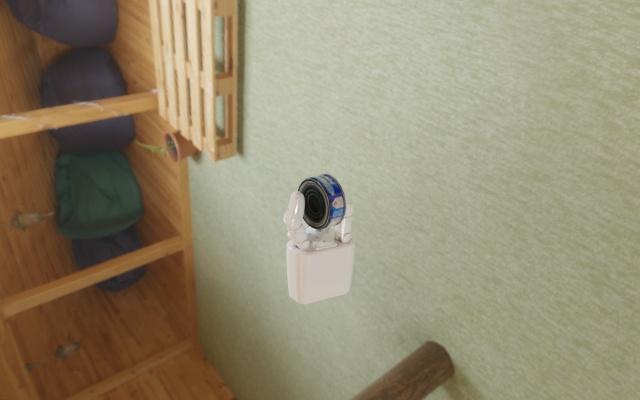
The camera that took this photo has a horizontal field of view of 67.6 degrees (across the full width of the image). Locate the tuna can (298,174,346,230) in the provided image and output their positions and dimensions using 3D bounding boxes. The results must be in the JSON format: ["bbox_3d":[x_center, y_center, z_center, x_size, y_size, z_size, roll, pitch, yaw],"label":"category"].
[{"bbox_3d":[0.000,0.003,0.756,0.034,0.086,0.086,-15,9,-37],"label":"tuna can"}]
